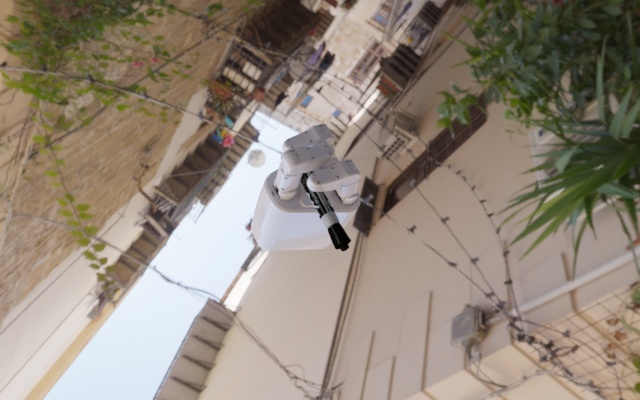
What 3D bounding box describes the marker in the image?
[{"bbox_3d":[0.000,0.002,0.517,0.020,0.121,0.020,-23,-24,-11],"label":"marker"}]
